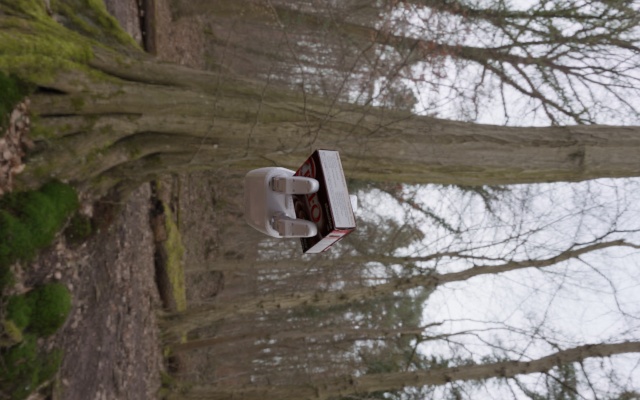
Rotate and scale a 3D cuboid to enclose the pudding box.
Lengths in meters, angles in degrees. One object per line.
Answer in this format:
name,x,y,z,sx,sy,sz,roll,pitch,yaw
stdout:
pudding box,0.000,0.002,0.622,0.039,0.113,0.090,-3,-23,-30
